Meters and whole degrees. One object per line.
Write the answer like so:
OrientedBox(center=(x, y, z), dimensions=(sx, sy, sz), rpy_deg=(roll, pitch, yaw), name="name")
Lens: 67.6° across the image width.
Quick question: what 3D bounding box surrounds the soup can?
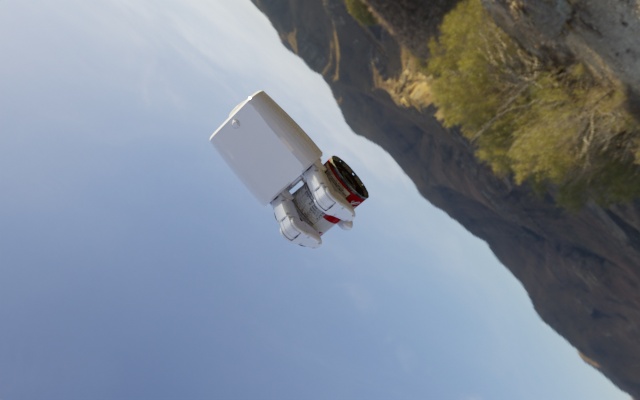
OrientedBox(center=(0.000, 0.002, 0.596), dimensions=(0.102, 0.068, 0.068), rpy_deg=(-40, -14, 17), name="soup can")
